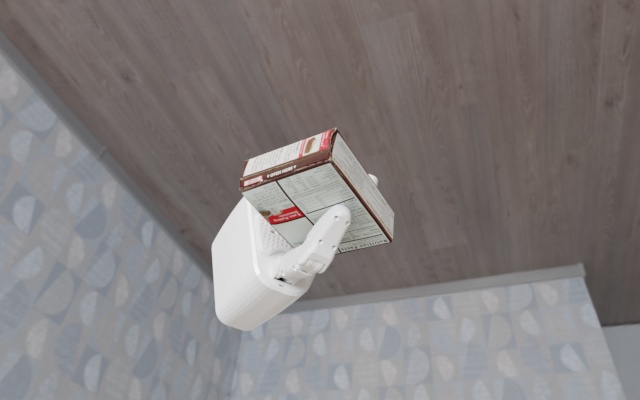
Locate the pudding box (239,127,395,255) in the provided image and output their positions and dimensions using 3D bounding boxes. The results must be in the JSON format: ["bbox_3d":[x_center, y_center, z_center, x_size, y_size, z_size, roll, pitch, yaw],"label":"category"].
[{"bbox_3d":[0.000,0.001,0.403,0.090,0.039,0.113,-17,-45,26],"label":"pudding box"}]
